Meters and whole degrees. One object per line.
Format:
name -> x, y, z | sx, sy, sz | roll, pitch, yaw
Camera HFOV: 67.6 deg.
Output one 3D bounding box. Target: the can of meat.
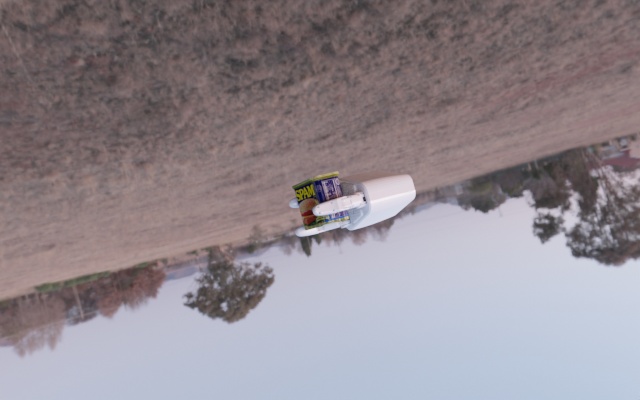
can of meat -> 0.000, 0.003, 0.838 | 0.057, 0.084, 0.102 | -14, -2, -30
